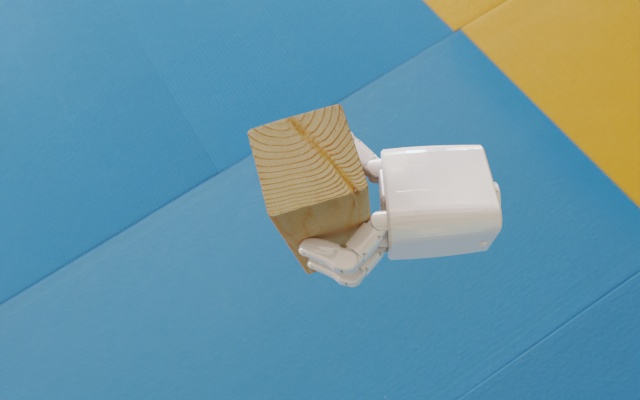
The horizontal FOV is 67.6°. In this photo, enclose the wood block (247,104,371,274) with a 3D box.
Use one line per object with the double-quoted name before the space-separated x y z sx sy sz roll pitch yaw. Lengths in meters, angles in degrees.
"wood block" 0.000 0.001 0.505 0.090 0.090 0.206 -16 -23 1
